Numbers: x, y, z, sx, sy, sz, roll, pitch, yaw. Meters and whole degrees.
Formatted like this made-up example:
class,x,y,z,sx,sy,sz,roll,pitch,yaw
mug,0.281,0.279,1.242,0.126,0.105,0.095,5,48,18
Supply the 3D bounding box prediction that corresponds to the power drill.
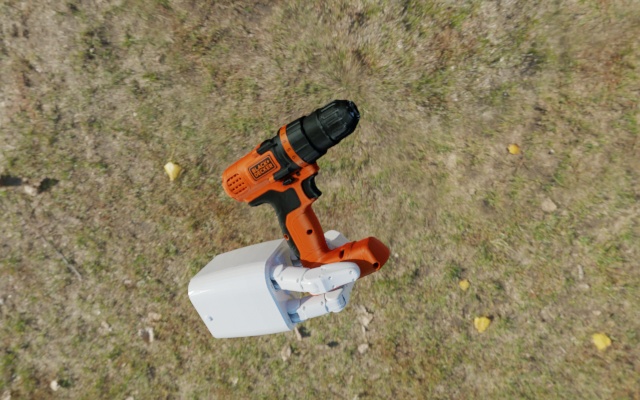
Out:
class,x,y,z,sx,sy,sz,roll,pitch,yaw
power drill,0.000,0.002,0.539,0.184,0.187,0.057,-28,5,28
